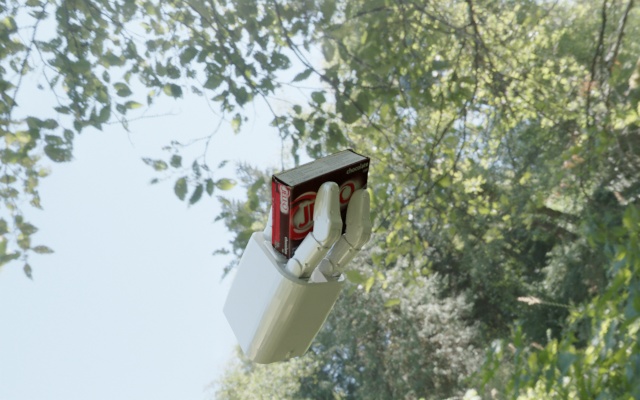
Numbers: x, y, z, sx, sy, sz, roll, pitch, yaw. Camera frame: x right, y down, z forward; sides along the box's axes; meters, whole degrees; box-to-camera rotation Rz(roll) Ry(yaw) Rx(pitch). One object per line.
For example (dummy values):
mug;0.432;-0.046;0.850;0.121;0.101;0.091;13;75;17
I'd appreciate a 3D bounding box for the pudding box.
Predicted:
pudding box;0.000;0.002;0.516;0.113;0.090;0.039;-25;43;-37
